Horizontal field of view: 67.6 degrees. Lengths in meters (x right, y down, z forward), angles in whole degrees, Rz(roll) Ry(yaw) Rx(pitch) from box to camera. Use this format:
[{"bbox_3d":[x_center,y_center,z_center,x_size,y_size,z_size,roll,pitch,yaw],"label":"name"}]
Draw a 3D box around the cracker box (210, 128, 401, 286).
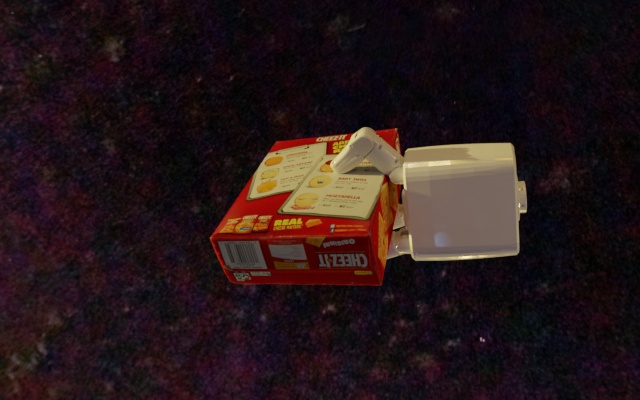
[{"bbox_3d":[0.000,0.002,0.538,0.164,0.072,0.213,-3,32,18],"label":"cracker box"}]
